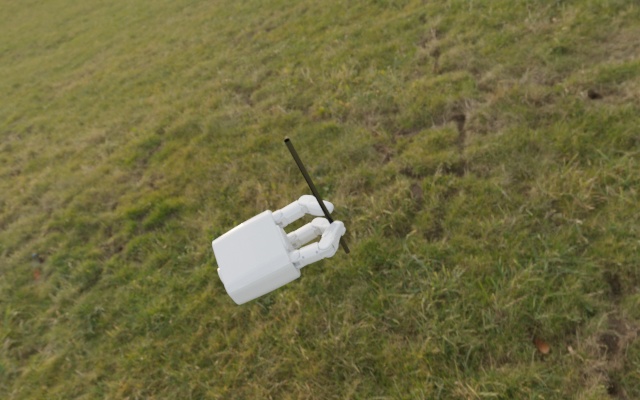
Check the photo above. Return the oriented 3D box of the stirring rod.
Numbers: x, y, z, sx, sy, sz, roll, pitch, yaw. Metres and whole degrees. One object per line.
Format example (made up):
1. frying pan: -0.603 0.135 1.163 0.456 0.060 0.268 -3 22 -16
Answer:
1. stirring rod: 0.000 0.002 0.705 0.011 0.011 0.240 0 -43 30
